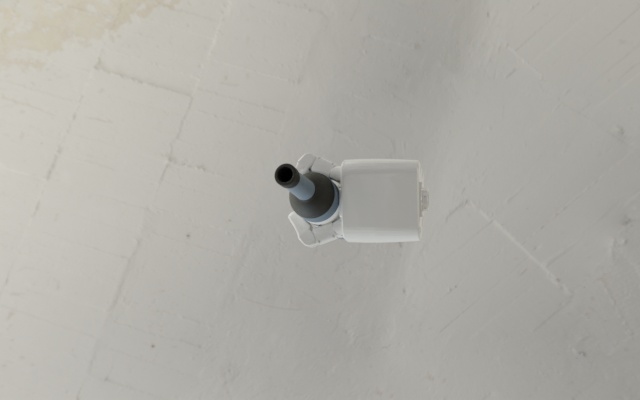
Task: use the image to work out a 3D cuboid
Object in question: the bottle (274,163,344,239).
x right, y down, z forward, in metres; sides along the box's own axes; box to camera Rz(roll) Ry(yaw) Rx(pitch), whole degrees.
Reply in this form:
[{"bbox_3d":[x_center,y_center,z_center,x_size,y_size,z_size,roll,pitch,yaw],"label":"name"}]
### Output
[{"bbox_3d":[0.000,0.002,0.687,0.069,0.069,0.296,0,-13,17],"label":"bottle"}]
